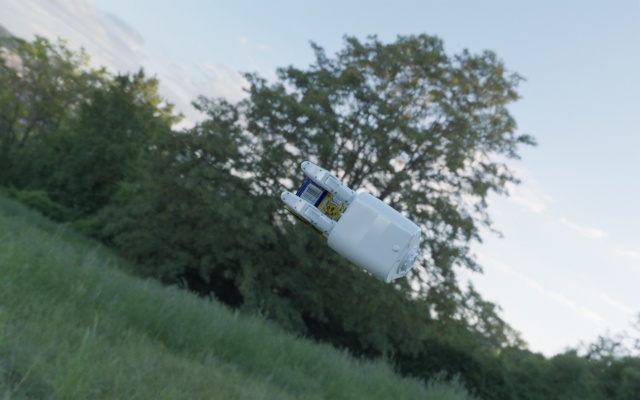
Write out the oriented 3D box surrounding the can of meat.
[{"bbox_3d":[0.000,0.002,0.761,0.057,0.084,0.102,33,-6,28],"label":"can of meat"}]
